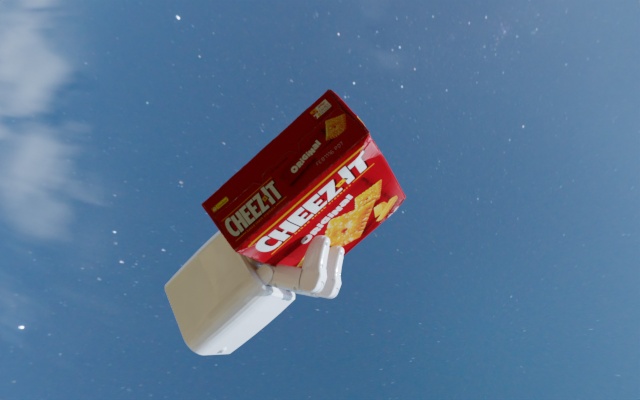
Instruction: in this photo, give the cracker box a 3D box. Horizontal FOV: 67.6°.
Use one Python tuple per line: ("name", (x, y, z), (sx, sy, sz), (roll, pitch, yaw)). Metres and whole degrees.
("cracker box", (0.000, 0.002, 0.524), (0.164, 0.072, 0.214), (-42, -24, 4))
